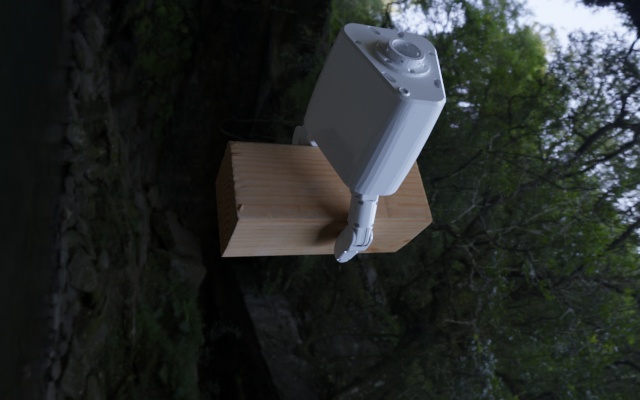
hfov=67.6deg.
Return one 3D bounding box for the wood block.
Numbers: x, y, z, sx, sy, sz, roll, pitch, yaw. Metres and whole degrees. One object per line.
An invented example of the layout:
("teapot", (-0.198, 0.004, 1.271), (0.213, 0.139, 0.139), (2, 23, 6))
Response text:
("wood block", (0.000, 0.002, 0.511), (0.206, 0.090, 0.090), (1, -27, -22))
